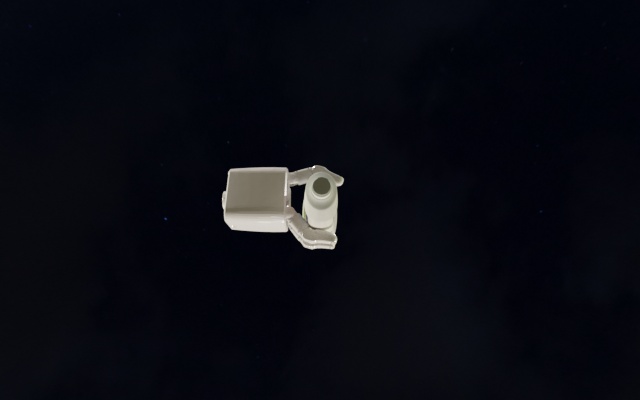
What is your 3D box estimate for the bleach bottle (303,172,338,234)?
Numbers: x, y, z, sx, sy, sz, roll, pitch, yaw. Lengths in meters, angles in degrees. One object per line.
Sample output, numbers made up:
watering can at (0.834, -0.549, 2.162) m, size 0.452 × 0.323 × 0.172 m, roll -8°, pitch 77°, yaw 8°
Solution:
bleach bottle at (0.000, 0.003, 0.839) m, size 0.068 × 0.102 × 0.251 m, roll 0°, pitch -15°, yaw -1°
